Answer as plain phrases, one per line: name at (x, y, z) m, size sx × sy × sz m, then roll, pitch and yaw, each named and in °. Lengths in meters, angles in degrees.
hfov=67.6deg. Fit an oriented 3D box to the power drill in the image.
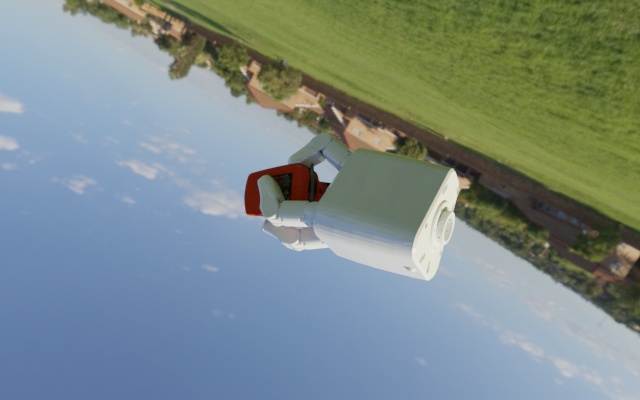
power drill at (0.000, 0.002, 0.605) m, size 0.188 × 0.057 × 0.184 m, roll 9°, pitch -12°, yaw -44°
